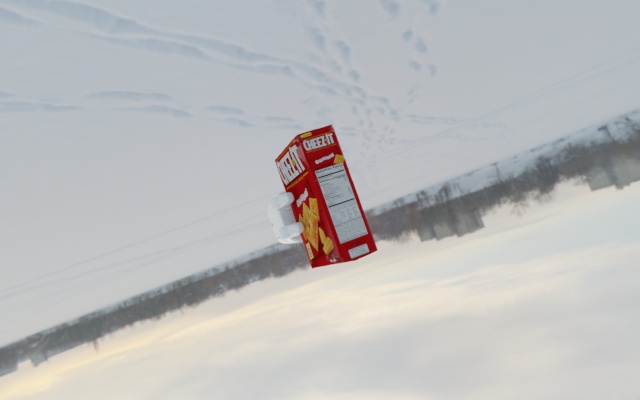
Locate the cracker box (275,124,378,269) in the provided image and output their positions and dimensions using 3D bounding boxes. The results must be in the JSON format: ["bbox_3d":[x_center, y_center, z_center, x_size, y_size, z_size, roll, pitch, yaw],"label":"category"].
[{"bbox_3d":[0.000,0.003,0.806,0.072,0.213,0.164,-19,-3,-21],"label":"cracker box"}]
